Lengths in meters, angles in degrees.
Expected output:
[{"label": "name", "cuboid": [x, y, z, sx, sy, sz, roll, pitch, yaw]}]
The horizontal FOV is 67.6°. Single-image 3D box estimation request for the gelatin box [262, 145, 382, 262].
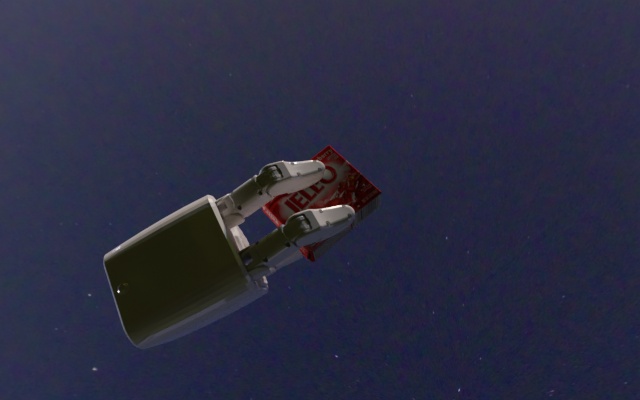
[{"label": "gelatin box", "cuboid": [0.000, 0.001, 0.442, 0.089, 0.073, 0.030, -38, -26, -15]}]
